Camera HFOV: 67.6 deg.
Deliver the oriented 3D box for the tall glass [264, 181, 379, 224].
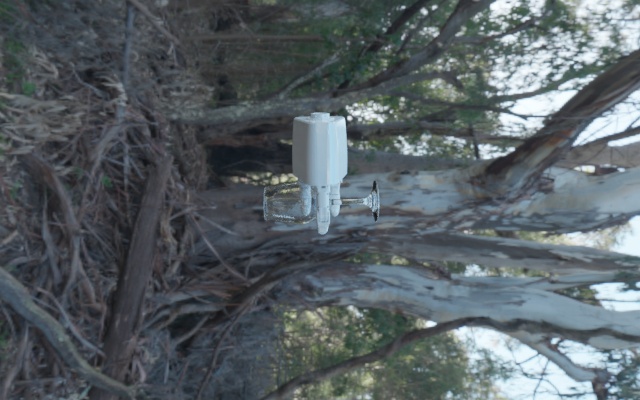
[{"bbox_3d":[0.001,0.003,0.856,0.201,0.079,0.079,-1,0,-3],"label":"tall glass"}]
